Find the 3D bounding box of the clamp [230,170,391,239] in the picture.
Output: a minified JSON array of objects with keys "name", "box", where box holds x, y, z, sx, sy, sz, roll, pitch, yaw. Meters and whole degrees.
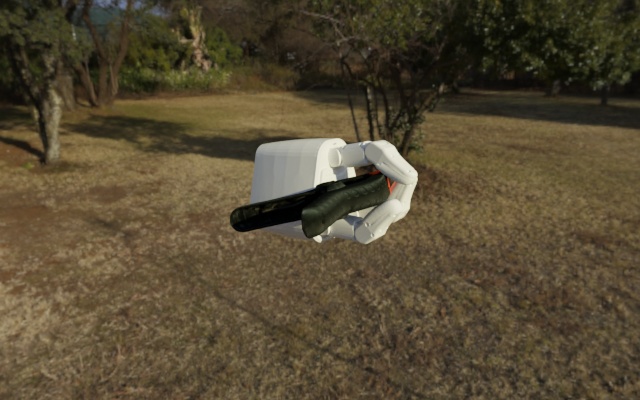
[{"name":"clamp","box":[0.000,0.001,0.465,0.120,0.039,0.171,5,15,39]}]
